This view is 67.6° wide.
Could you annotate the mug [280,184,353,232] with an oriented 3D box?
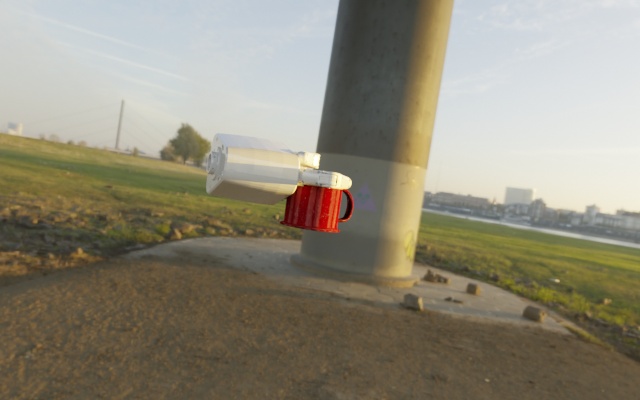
[{"bbox_3d":[0.001,0.002,0.733,0.117,0.081,0.093,8,2,-26],"label":"mug"}]
